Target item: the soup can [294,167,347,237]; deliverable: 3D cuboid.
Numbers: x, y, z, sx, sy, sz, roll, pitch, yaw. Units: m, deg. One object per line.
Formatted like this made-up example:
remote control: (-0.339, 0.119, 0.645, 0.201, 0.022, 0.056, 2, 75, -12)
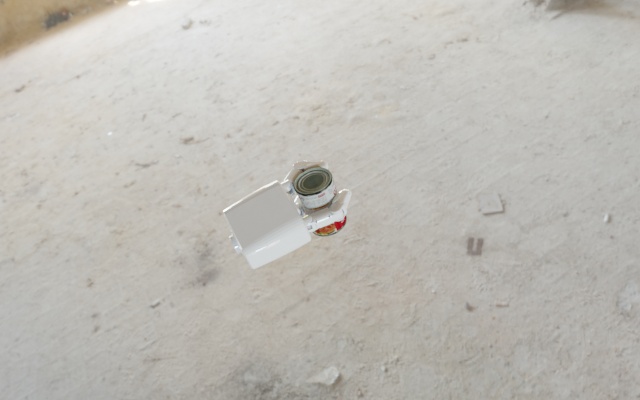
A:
soup can: (0.001, 0.002, 0.807, 0.068, 0.102, 0.068, -11, 42, 10)
